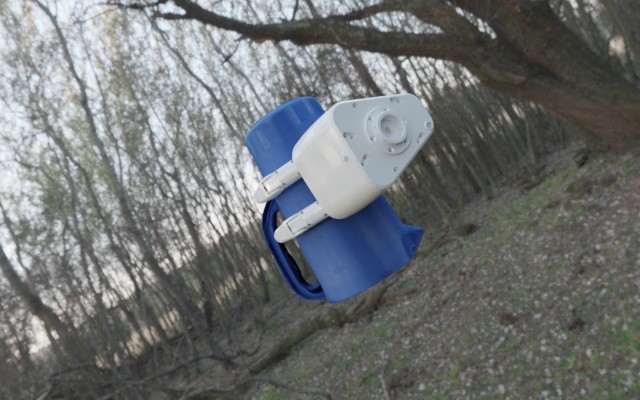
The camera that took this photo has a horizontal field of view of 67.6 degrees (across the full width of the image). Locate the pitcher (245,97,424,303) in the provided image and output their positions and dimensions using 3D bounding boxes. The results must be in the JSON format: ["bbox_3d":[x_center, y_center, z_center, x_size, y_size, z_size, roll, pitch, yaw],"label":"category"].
[{"bbox_3d":[0.000,0.002,0.608,0.149,0.243,0.145,-30,-3,-25],"label":"pitcher"}]
